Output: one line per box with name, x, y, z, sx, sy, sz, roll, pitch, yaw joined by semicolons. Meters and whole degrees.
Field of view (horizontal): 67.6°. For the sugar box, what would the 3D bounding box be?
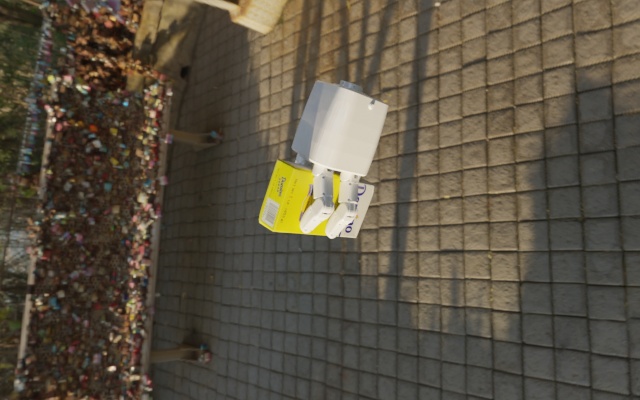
sugar box;0.000;0.002;0.695;0.176;0.093;0.048;8;16;-44
